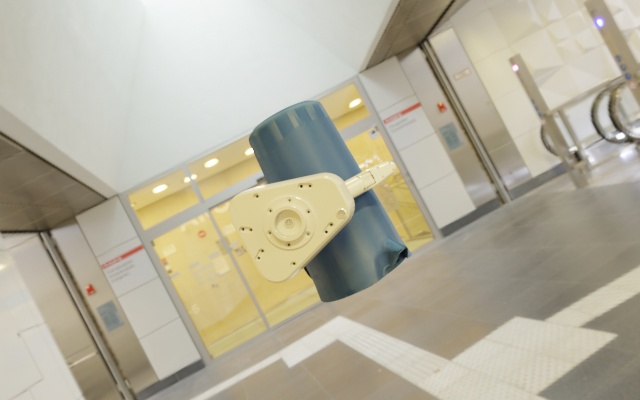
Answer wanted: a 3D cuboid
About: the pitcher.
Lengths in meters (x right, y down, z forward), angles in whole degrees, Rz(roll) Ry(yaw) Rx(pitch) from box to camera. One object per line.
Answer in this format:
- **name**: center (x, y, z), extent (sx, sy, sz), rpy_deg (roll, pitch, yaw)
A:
- **pitcher**: center (0.000, 0.002, 0.631), extent (0.149, 0.243, 0.145), rpy_deg (-28, 0, 7)
